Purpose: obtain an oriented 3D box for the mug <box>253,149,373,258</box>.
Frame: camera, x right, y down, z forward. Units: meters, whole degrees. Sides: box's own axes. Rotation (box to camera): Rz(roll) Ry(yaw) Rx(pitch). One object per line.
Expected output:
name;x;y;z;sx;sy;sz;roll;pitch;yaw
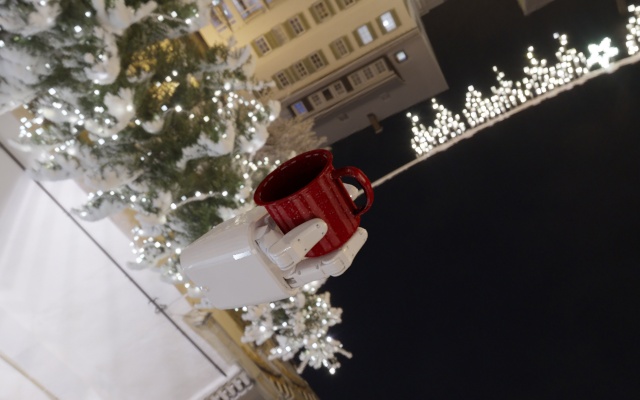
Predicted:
mug;0.001;0.001;0.499;0.117;0.081;0.093;-20;28;24
